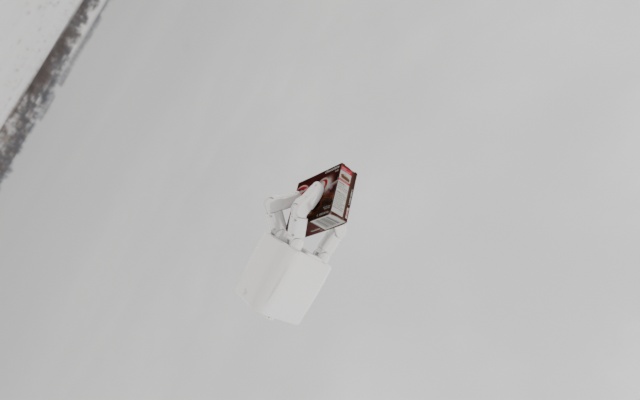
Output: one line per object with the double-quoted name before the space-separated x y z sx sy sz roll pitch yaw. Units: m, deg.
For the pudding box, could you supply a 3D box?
"pudding box" 0.000 0.003 0.734 0.039 0.090 0.113 32 -33 -31
